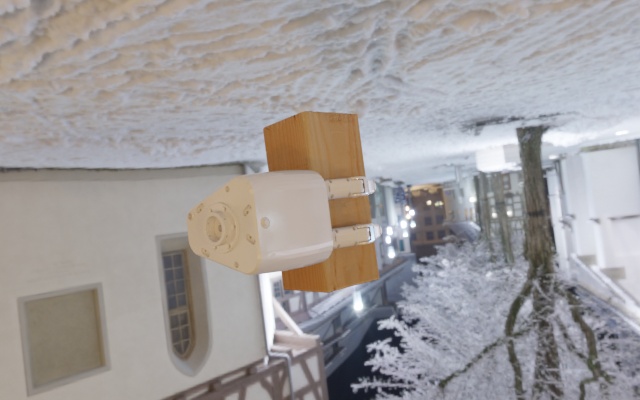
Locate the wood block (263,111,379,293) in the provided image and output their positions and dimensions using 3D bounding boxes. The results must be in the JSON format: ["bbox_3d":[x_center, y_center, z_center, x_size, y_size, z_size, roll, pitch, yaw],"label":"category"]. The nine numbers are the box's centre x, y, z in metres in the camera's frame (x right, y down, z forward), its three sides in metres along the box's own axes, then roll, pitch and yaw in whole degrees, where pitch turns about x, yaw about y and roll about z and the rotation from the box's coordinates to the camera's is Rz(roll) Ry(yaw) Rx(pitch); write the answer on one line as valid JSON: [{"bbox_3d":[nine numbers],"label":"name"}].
[{"bbox_3d":[0.000,0.002,0.596,0.090,0.206,0.091,-6,-2,-40],"label":"wood block"}]
